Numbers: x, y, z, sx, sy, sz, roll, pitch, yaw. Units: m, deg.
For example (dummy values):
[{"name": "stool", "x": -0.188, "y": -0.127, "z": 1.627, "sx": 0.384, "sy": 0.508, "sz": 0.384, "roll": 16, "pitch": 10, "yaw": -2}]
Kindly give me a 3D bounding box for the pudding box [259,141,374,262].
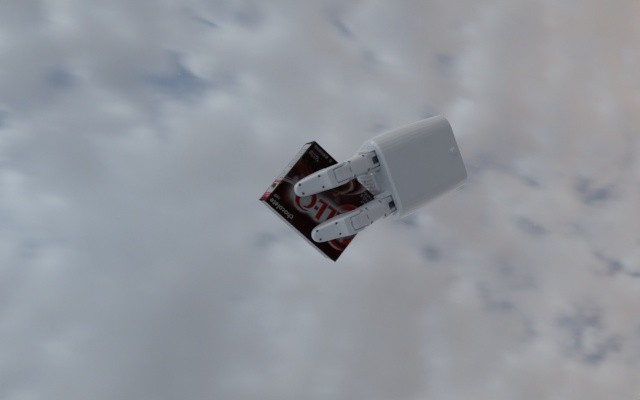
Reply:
[{"name": "pudding box", "x": 0.000, "y": 0.002, "z": 0.553, "sx": 0.113, "sy": 0.090, "sz": 0.039, "roll": 41, "pitch": -13, "yaw": -14}]
